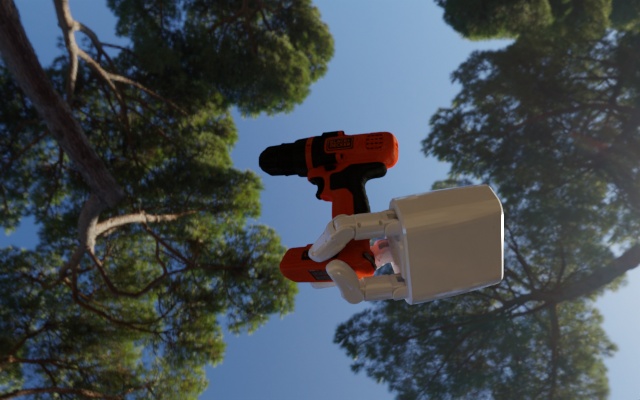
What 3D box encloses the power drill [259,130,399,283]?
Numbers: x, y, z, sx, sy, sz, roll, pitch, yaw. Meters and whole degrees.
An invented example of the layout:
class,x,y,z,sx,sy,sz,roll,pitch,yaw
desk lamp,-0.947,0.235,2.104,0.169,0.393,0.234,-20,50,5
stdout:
class,x,y,z,sx,sy,sz,roll,pitch,yaw
power drill,0.000,0.002,0.575,0.184,0.187,0.057,-5,-28,20
